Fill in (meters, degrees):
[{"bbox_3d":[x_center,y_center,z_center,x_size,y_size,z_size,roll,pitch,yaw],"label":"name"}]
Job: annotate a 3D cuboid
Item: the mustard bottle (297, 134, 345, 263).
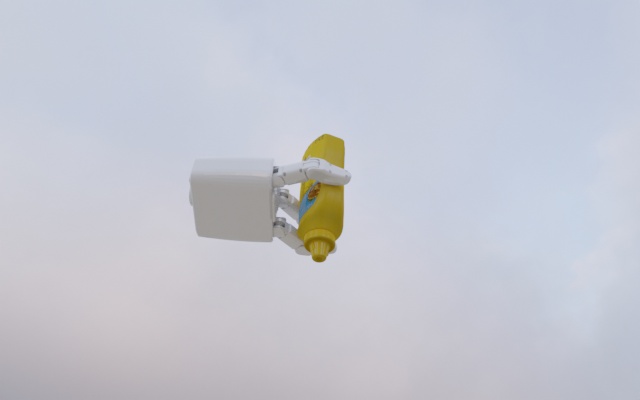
[{"bbox_3d":[0.000,0.002,0.660,0.058,0.191,0.096,18,-45,-17],"label":"mustard bottle"}]
